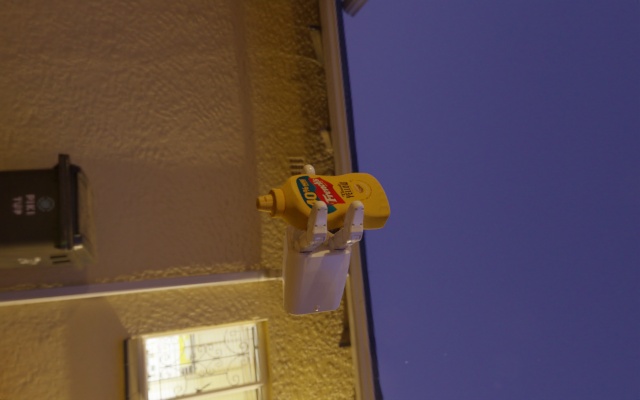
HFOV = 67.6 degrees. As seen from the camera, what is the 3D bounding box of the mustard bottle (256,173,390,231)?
[{"bbox_3d":[0.000,0.002,0.699,0.191,0.096,0.058,-2,-42,-24],"label":"mustard bottle"}]
